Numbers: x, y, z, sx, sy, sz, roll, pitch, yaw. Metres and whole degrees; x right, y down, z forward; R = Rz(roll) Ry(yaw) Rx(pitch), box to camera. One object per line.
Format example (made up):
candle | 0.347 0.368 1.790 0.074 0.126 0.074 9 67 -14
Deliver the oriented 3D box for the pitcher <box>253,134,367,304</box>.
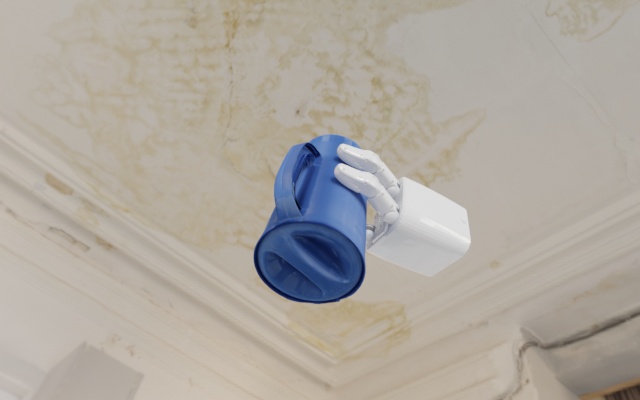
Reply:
pitcher | 0.000 0.002 0.642 0.145 0.149 0.242 25 36 -8
